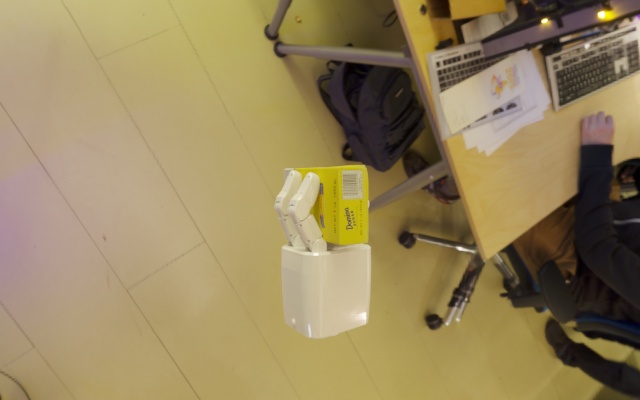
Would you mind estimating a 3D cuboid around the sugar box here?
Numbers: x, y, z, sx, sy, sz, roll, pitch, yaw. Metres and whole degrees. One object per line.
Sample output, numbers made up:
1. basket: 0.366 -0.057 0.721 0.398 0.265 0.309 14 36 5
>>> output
1. sugar box: 0.000 0.002 0.629 0.048 0.093 0.176 -2 2 -28
